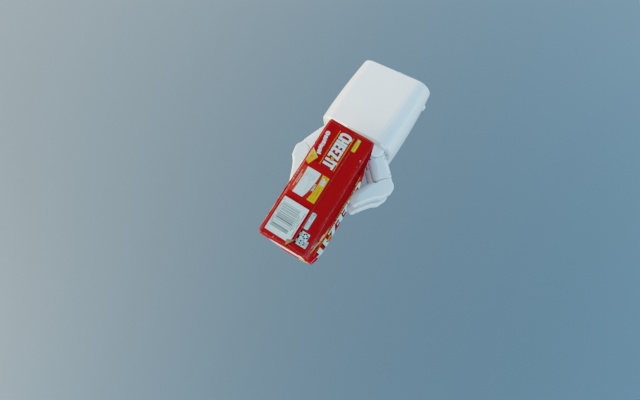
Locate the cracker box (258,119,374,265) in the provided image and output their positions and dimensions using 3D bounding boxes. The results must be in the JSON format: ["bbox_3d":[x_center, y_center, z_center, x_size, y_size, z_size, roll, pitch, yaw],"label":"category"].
[{"bbox_3d":[0.000,0.002,0.661,0.072,0.164,0.214,31,-8,7],"label":"cracker box"}]
